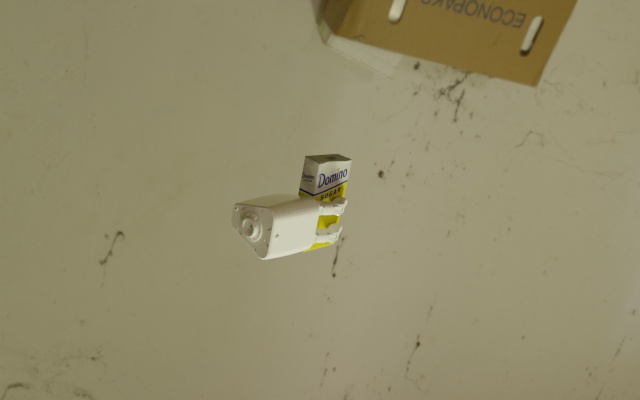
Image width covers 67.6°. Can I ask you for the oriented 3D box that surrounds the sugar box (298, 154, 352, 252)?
[{"bbox_3d":[0.000,0.003,0.897,0.048,0.176,0.093,28,26,36],"label":"sugar box"}]
